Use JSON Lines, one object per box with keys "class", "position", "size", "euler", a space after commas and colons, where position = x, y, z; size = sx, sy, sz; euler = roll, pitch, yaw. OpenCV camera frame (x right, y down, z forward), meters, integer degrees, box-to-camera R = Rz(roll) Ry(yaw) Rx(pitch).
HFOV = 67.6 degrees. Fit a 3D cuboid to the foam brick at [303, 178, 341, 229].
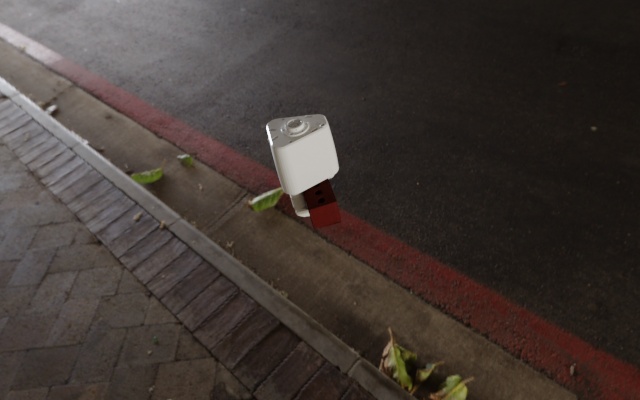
{"class": "foam brick", "position": [0.000, 0.003, 0.865], "size": [0.053, 0.051, 0.078], "euler": [-16, 43, -3]}
